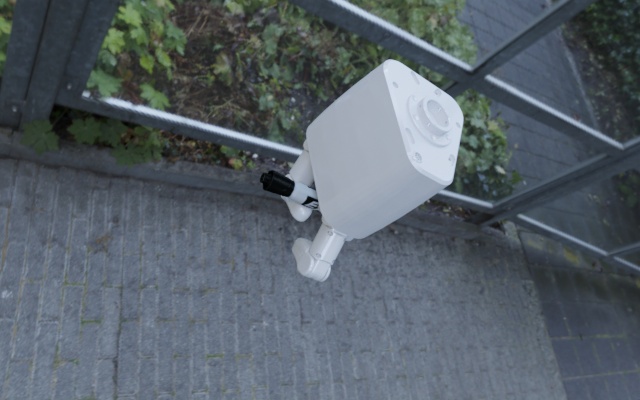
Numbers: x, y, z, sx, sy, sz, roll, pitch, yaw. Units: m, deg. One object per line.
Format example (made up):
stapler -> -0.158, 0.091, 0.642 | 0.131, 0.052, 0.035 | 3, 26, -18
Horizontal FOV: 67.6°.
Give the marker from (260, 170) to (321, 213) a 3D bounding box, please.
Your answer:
marker -> 0.000, 0.001, 0.430 | 0.121, 0.020, 0.020 | 24, -12, -28
